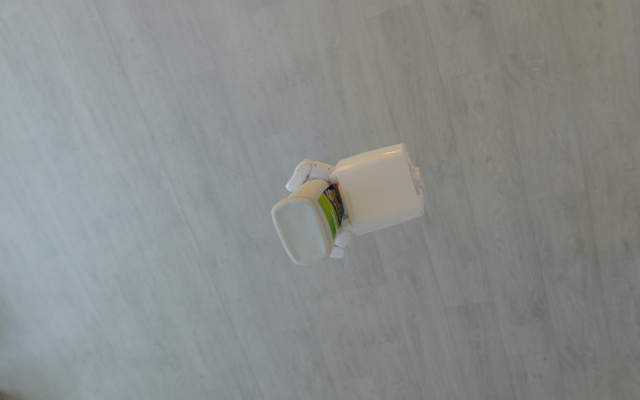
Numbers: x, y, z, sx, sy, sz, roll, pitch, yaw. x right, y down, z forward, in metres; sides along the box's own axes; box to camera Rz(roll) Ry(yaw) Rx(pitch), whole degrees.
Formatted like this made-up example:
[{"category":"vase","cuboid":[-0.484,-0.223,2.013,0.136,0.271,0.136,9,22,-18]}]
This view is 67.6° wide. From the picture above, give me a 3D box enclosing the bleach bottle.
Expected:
[{"category":"bleach bottle","cuboid":[0.000,0.003,0.753,0.068,0.102,0.250,-16,16,18]}]
